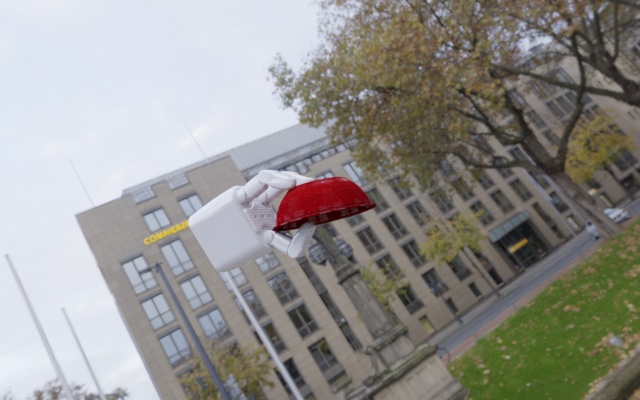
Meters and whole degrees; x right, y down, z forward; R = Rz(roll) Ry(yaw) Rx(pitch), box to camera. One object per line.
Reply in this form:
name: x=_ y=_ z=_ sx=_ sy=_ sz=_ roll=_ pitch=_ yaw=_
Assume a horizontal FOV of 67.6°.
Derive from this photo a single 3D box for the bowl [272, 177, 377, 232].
bowl: x=0.001 y=0.002 z=0.722 sx=0.162 sy=0.055 sz=0.162 roll=-13 pitch=-7 yaw=-2
